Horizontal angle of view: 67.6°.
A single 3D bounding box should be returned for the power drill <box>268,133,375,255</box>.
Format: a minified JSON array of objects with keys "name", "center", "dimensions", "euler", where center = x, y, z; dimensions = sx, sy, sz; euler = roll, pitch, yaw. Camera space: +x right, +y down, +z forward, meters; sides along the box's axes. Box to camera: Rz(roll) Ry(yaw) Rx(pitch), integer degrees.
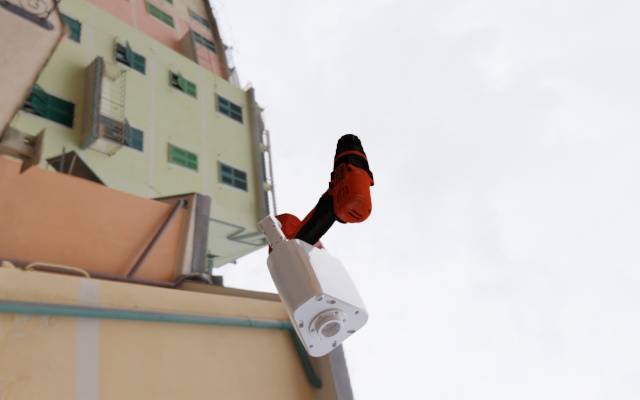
[{"name":"power drill","center":[0.000,0.003,0.700],"dimensions":[0.057,0.188,0.184],"euler":[33,31,-21]}]
